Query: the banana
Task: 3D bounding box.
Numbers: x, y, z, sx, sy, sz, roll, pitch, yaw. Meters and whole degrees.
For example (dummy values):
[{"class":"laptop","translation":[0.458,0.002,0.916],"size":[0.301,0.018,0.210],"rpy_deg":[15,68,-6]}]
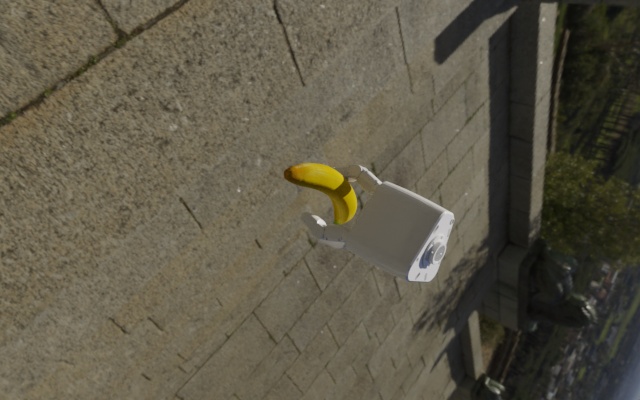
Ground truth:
[{"class":"banana","translation":[0.013,-0.011,0.707],"size":[0.037,0.069,0.198],"rpy_deg":[31,-12,35]}]
